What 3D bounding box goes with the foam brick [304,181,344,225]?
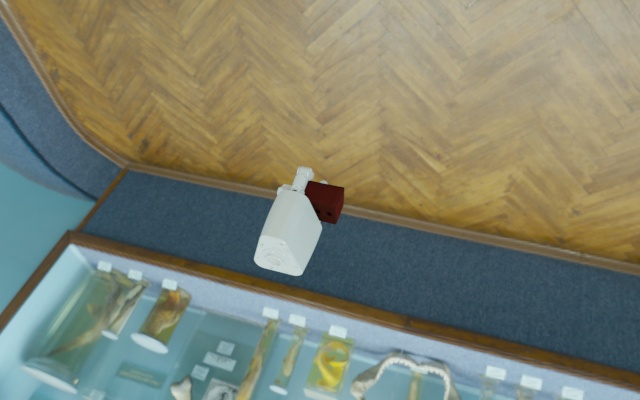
[{"bbox_3d":[0.000,0.003,0.880,0.078,0.051,0.053,12,-40,13],"label":"foam brick"}]
